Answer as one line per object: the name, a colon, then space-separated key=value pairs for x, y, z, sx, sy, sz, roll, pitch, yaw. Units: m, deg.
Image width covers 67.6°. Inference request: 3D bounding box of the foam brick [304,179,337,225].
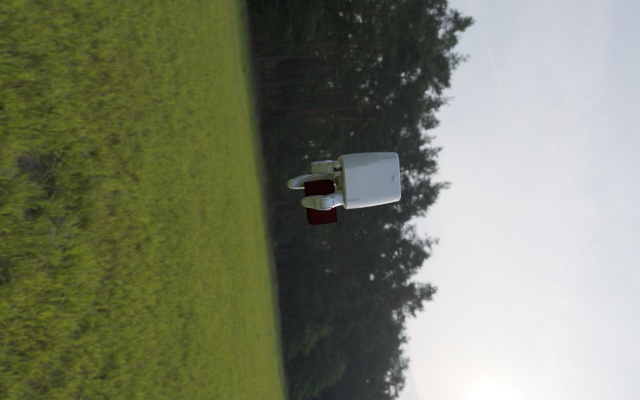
foam brick: x=0.000 y=0.003 z=0.900 sx=0.051 sy=0.078 sz=0.053 roll=-7 pitch=11 yaw=-8
